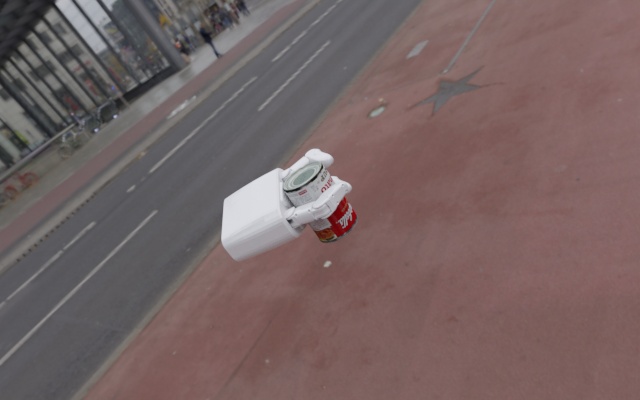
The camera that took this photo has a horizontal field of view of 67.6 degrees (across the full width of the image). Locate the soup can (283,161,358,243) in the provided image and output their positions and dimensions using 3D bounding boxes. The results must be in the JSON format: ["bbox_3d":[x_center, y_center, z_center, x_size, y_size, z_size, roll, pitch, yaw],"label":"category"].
[{"bbox_3d":[0.000,0.002,0.692,0.068,0.102,0.068,-28,26,15],"label":"soup can"}]
